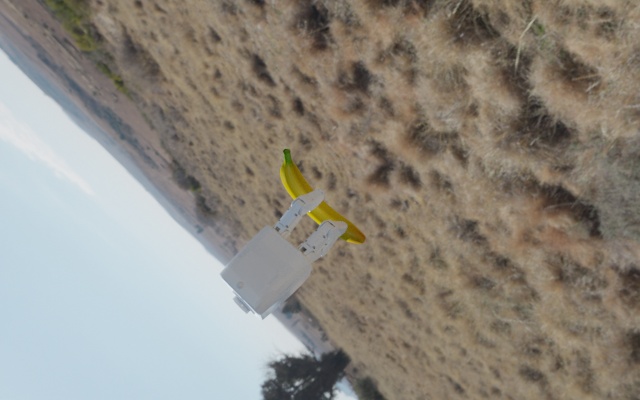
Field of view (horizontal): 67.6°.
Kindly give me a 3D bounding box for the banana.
[{"bbox_3d":[-0.006,0.005,0.793,0.037,0.198,0.070,-42,-3,-20],"label":"banana"}]
